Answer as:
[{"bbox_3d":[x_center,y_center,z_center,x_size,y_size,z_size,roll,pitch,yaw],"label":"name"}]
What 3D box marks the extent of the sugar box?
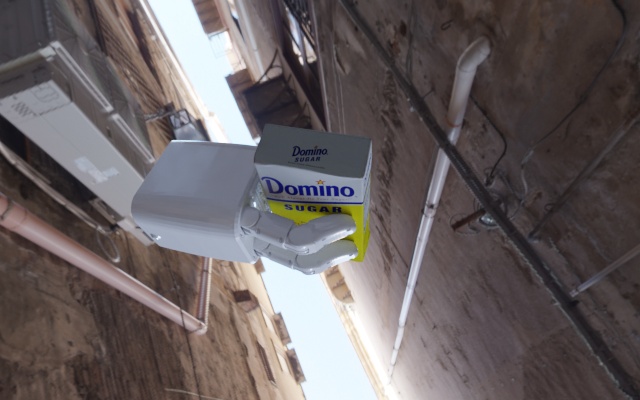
[{"bbox_3d":[0.000,0.002,0.455,0.093,0.048,0.176,9,-25,11],"label":"sugar box"}]
